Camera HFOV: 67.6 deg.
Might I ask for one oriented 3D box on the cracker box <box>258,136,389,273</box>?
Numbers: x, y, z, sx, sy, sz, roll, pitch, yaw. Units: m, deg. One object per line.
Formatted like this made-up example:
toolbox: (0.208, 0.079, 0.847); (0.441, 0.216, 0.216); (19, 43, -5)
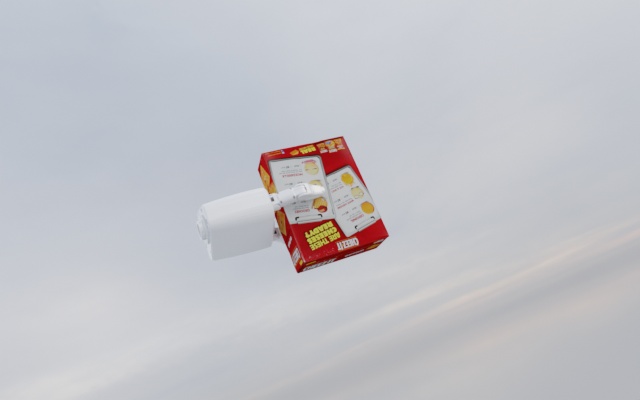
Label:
cracker box: (0.000, 0.003, 0.851); (0.164, 0.213, 0.072); (-15, -21, -21)
